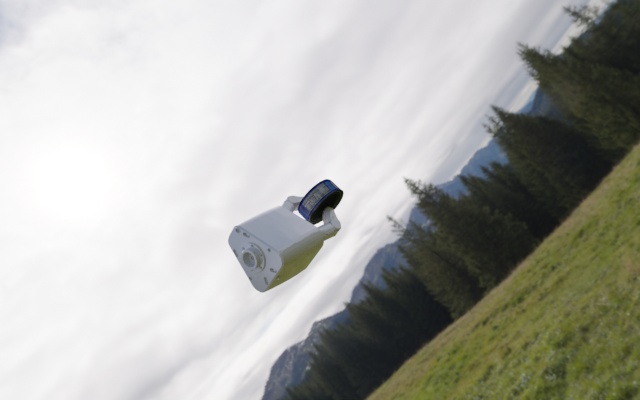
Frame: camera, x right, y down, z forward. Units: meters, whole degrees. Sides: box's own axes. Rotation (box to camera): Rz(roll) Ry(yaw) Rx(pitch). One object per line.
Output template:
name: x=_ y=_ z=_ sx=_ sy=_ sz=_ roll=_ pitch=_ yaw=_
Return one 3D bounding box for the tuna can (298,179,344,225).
tuna can: x=0.000 y=0.002 z=0.860 sx=0.033 sy=0.086 sz=0.086 roll=44 pitch=17 yaw=19
